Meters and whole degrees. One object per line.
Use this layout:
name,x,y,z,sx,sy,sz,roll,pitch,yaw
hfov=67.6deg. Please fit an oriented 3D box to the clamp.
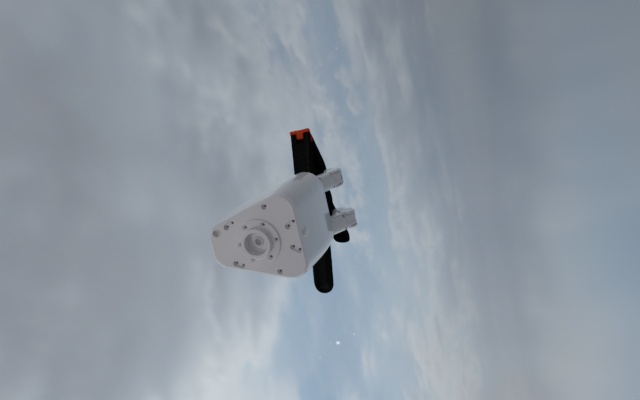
clamp,-0.001,0.002,0.669,0.036,0.210,0.164,-10,11,15
